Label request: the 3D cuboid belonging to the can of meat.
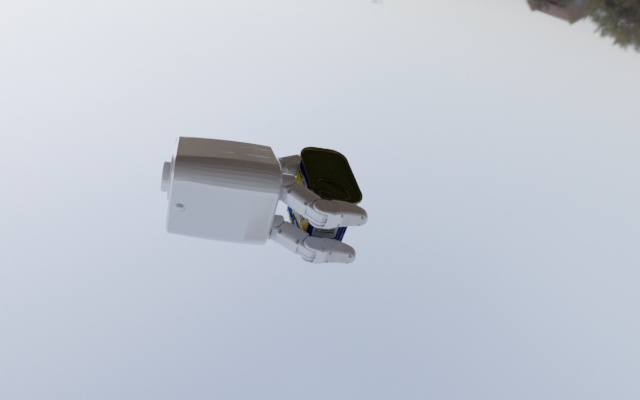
[{"bbox_3d":[0.000,0.002,0.547,0.057,0.084,0.102,5,37,-19],"label":"can of meat"}]
